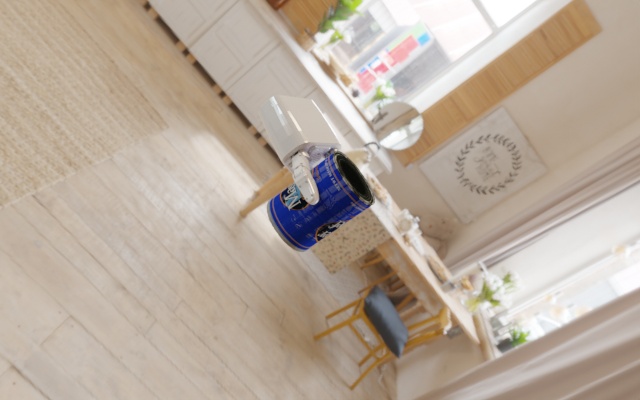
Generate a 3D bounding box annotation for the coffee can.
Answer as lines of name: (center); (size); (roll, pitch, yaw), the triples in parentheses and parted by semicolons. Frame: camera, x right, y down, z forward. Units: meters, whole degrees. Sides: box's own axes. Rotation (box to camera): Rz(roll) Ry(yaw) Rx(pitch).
coffee can: (0.000, 0.003, 0.756); (0.140, 0.102, 0.103); (-36, -14, 20)
